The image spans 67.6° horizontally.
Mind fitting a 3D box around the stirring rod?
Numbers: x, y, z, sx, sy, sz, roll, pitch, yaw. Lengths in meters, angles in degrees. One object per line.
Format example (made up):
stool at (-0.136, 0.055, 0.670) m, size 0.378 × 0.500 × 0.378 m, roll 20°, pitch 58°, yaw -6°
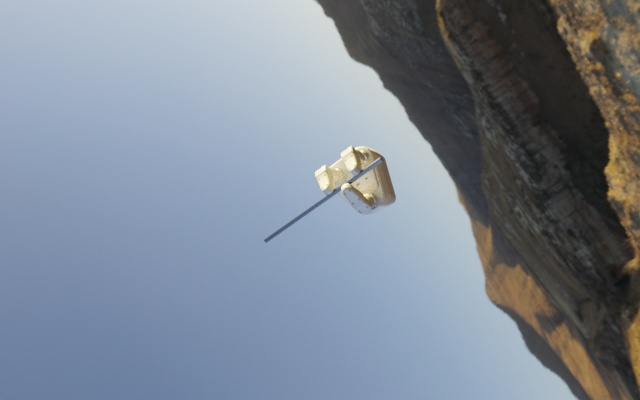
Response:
stirring rod at (0.000, 0.002, 0.769) m, size 0.239 × 0.011 × 0.011 m, roll -35°, pitch -13°, yaw 19°
